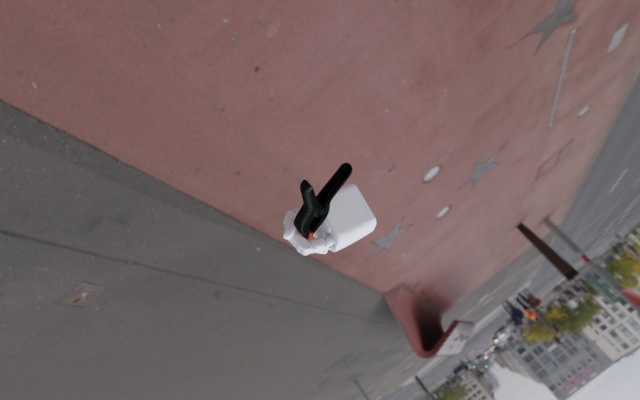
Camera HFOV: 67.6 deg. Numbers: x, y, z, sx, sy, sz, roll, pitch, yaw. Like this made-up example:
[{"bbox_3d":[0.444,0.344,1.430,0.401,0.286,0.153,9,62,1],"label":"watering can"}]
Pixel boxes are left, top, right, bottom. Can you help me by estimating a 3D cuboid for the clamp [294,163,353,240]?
[{"bbox_3d":[0.000,0.003,0.879,0.120,0.039,0.172,-24,-29,-30],"label":"clamp"}]
